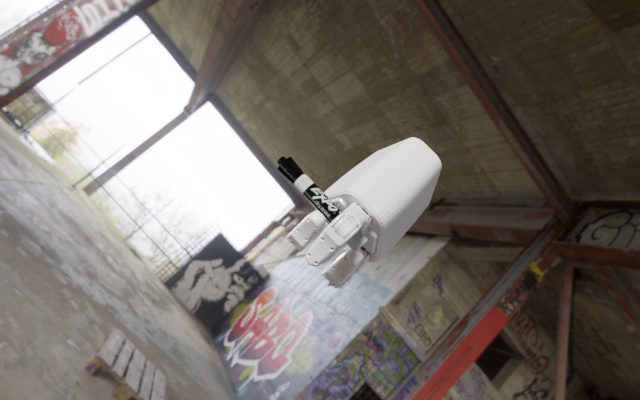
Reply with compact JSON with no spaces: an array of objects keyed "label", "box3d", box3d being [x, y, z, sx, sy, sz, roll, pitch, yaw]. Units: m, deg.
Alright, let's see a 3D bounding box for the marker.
[{"label":"marker","box3d":[0.000,0.002,0.482,0.020,0.121,0.020,-43,-5,-5]}]
